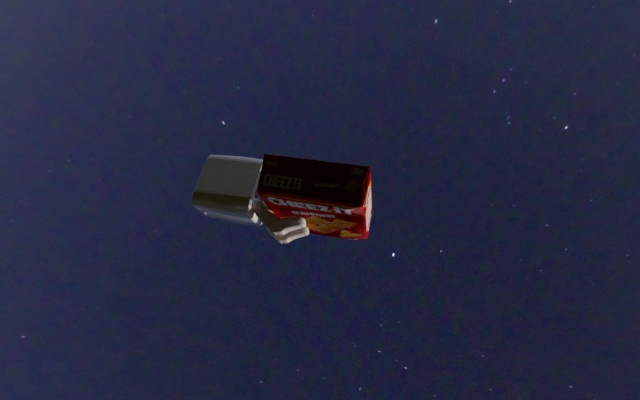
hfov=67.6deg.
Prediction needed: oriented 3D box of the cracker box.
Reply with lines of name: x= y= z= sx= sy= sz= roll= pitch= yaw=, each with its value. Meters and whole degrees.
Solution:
cracker box: x=0.000 y=0.002 z=0.795 sx=0.164 sy=0.072 sz=0.214 roll=7 pitch=-16 yaw=9
